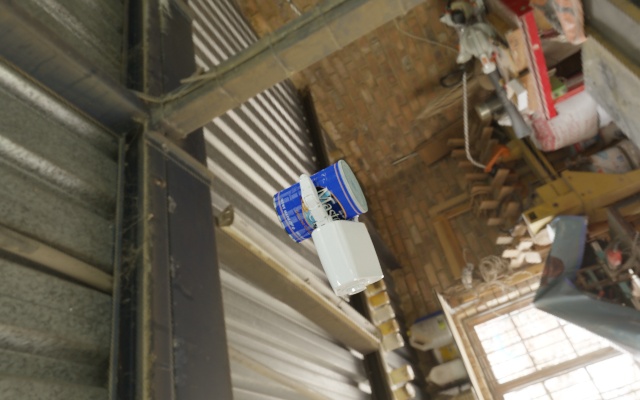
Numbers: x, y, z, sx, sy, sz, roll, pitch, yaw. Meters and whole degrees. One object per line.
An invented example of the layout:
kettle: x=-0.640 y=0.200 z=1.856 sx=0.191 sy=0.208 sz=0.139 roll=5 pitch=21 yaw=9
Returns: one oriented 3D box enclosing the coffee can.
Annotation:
coffee can: x=0.000 y=0.003 z=0.866 sx=0.140 sy=0.103 sz=0.103 roll=-26 pitch=-6 yaw=13
